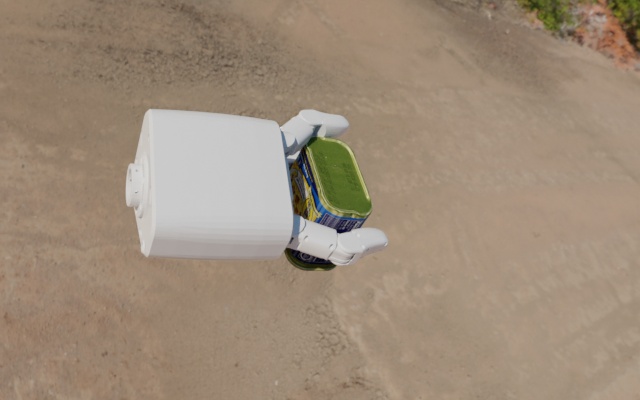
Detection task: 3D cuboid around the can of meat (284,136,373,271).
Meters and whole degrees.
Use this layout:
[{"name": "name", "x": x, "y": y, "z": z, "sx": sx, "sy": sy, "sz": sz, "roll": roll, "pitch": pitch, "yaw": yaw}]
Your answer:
[{"name": "can of meat", "x": 0.000, "y": 0.001, "z": 0.453, "sx": 0.057, "sy": 0.102, "sz": 0.084, "roll": 6, "pitch": -43, "yaw": -27}]
